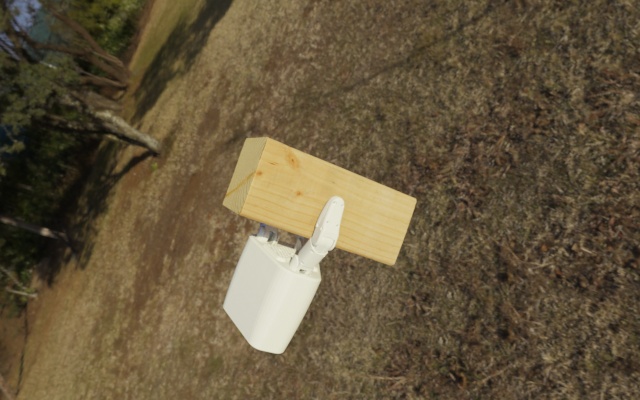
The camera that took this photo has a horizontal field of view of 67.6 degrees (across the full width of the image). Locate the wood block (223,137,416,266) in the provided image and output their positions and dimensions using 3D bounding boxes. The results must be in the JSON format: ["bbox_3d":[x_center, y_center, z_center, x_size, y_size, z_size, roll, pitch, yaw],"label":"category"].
[{"bbox_3d":[0.000,0.002,0.585,0.206,0.090,0.091,20,-1,-24],"label":"wood block"}]
